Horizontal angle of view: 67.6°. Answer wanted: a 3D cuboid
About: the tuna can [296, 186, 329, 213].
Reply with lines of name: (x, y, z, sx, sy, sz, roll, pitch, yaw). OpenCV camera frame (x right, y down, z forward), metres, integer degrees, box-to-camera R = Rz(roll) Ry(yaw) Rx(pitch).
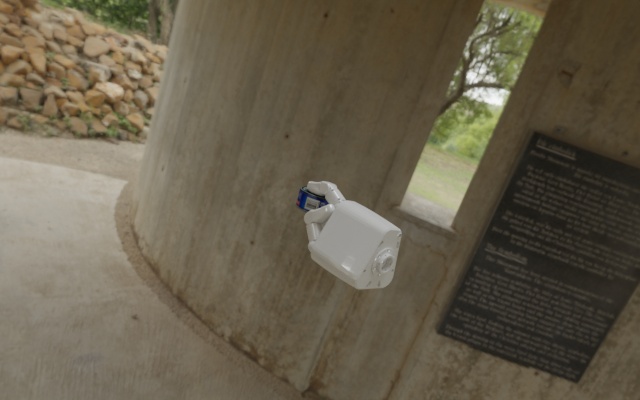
tuna can: (0.000, 0.002, 0.866, 0.086, 0.034, 0.086, 15, 12, -3)
